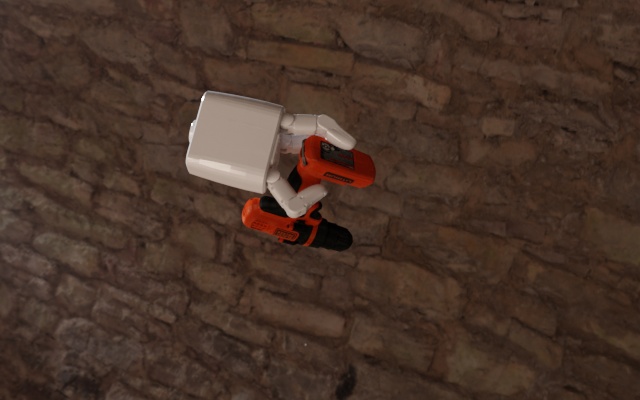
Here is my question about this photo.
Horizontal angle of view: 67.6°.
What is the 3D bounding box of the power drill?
[{"bbox_3d":[0.000,0.002,0.695,0.184,0.057,0.188,17,-46,-23],"label":"power drill"}]
